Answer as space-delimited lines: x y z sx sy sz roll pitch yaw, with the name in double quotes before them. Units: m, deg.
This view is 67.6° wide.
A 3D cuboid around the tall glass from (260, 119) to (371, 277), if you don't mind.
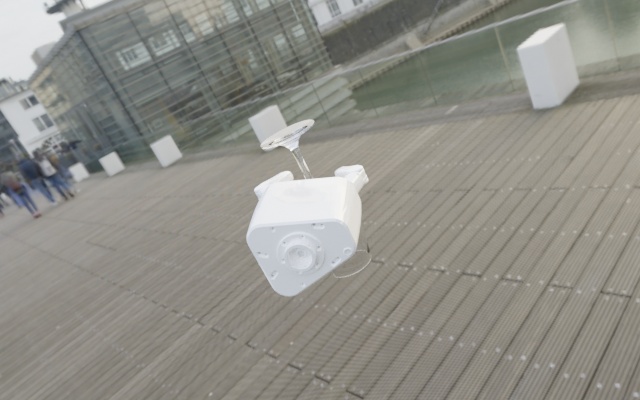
"tall glass" 0.000 0.001 0.618 0.079 0.201 0.079 -23 20 9
